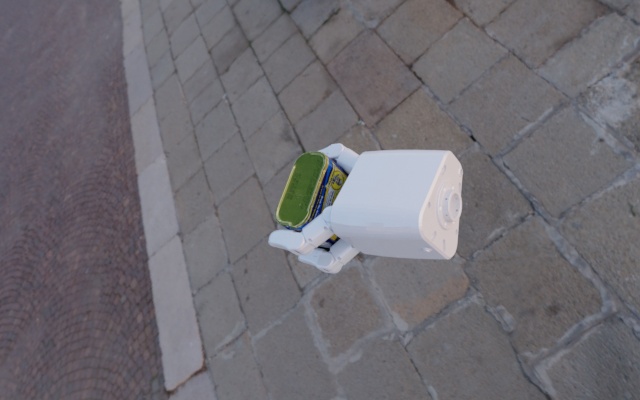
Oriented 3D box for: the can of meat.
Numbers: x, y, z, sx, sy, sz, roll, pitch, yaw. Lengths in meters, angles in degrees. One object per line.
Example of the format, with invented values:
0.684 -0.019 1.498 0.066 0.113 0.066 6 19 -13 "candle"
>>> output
0.000 0.002 0.580 0.057 0.102 0.084 5 -21 40 "can of meat"
